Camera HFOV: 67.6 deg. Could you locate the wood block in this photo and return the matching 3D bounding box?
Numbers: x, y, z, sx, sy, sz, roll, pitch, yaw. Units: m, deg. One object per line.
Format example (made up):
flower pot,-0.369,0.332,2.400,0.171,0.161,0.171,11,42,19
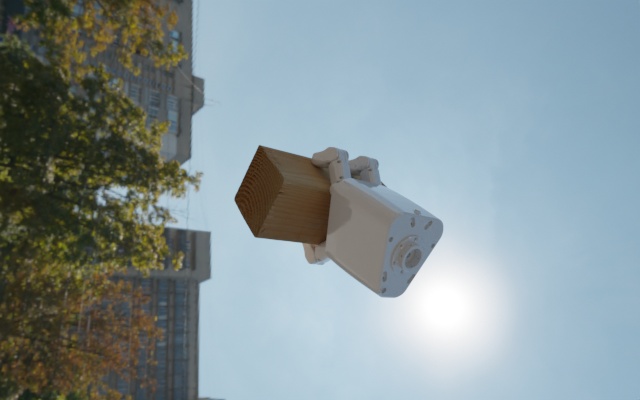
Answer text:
wood block,0.000,0.003,0.662,0.206,0.091,0.090,11,28,-37
